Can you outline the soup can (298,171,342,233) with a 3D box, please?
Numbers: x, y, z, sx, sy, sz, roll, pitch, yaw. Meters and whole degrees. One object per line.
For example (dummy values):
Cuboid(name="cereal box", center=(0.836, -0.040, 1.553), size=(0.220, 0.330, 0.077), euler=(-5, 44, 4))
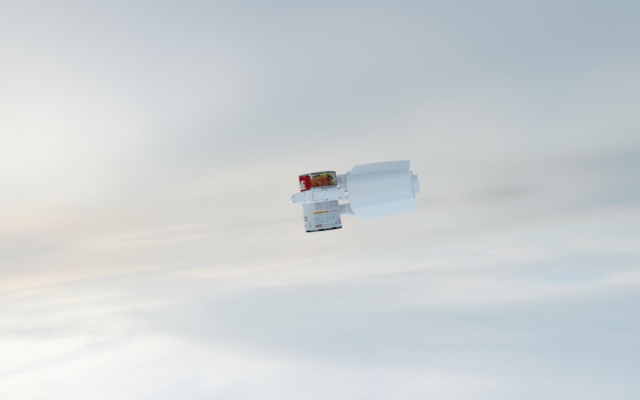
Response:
Cuboid(name="soup can", center=(0.000, 0.003, 0.845), size=(0.068, 0.102, 0.068), euler=(-7, -2, 0))
